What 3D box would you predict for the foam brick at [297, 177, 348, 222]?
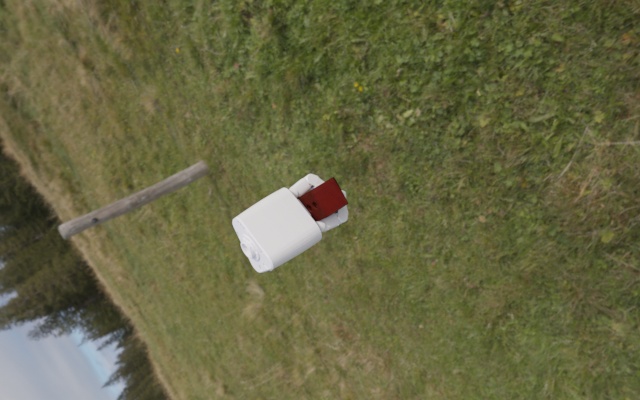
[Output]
[{"bbox_3d":[0.000,0.002,0.817,0.051,0.053,0.078,-31,1,-29],"label":"foam brick"}]
